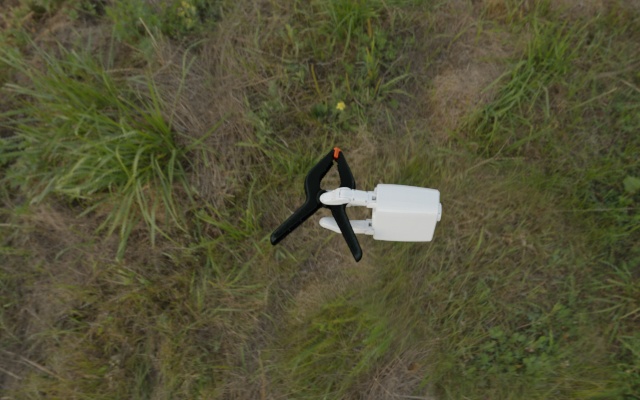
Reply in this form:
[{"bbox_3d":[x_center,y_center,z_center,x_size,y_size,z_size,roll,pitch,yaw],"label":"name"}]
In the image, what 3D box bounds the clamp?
[{"bbox_3d":[0.000,0.002,0.864,0.164,0.210,0.036,5,-20,4],"label":"clamp"}]
